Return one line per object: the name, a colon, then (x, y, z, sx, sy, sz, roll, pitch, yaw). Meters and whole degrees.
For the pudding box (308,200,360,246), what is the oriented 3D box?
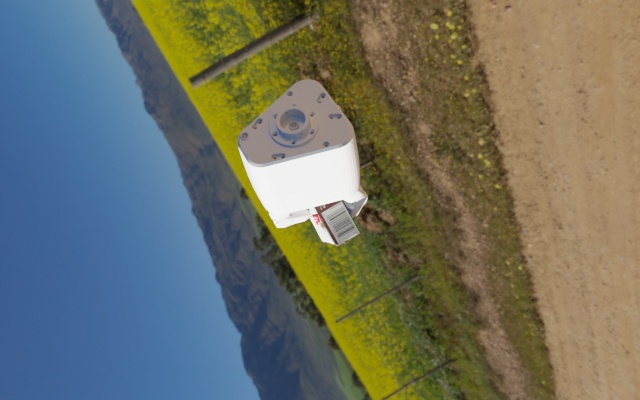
pudding box: (0.000, 0.002, 0.625, 0.039, 0.113, 0.090, -28, 3, -9)
